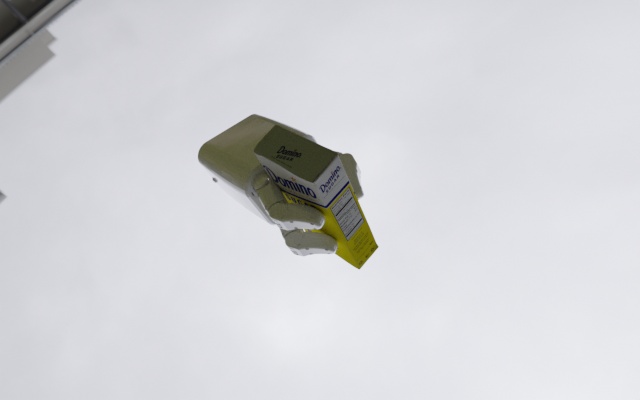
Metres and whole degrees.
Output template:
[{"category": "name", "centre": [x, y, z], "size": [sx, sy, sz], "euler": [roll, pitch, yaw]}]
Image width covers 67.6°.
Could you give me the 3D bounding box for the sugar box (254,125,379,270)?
[{"category": "sugar box", "centre": [0.000, 0.002, 0.530], "size": [0.093, 0.048, 0.176], "euler": [29, -18, 37]}]
